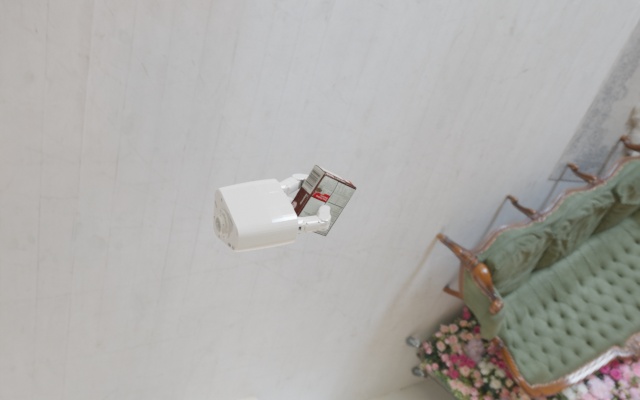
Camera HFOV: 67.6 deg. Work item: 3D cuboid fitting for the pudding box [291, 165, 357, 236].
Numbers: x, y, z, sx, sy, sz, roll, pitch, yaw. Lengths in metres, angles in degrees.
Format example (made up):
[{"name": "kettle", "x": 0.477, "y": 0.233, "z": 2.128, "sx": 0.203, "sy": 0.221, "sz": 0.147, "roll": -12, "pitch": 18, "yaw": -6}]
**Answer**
[{"name": "pudding box", "x": 0.000, "y": 0.003, "z": 0.864, "sx": 0.090, "sy": 0.113, "sz": 0.039, "roll": 22, "pitch": 17, "yaw": -43}]
